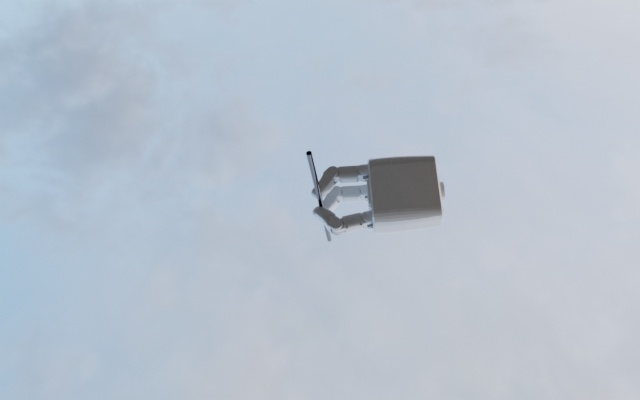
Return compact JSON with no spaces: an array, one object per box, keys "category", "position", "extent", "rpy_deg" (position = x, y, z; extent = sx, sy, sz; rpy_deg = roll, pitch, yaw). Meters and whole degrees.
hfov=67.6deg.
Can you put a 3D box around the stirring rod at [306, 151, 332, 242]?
[{"category":"stirring rod","position":[0.000,0.002,0.746],"extent":[0.011,0.011,0.240],"rpy_deg":[0,-34,9]}]
